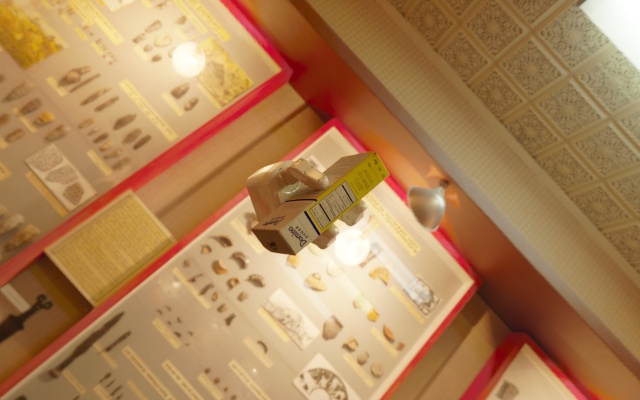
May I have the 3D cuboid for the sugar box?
[{"bbox_3d":[0.000,0.002,0.633,0.176,0.048,0.093,-42,17,-23],"label":"sugar box"}]
